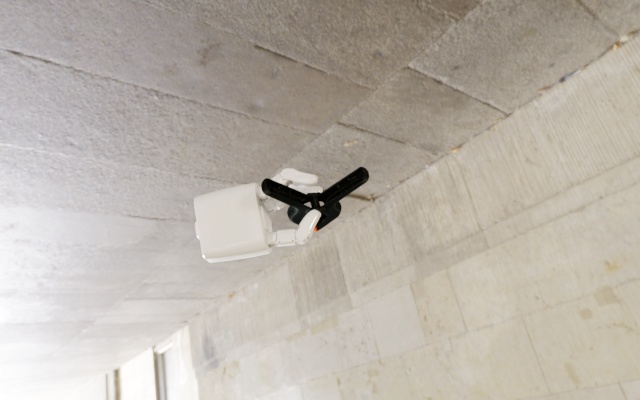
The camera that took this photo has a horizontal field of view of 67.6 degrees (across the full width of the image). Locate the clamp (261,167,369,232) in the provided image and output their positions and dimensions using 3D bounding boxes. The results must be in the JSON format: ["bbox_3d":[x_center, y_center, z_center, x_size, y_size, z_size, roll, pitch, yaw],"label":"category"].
[{"bbox_3d":[0.000,0.004,0.802,0.164,0.036,0.210,-9,-23,2],"label":"clamp"}]
